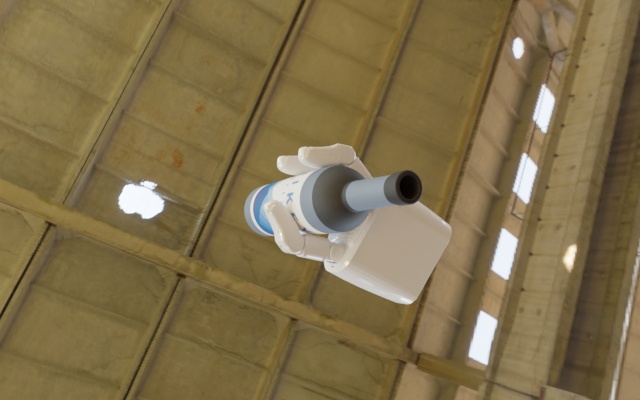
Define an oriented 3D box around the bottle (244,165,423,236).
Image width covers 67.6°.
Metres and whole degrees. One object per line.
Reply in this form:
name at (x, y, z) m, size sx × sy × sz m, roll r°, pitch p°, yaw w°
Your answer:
bottle at (0.000, 0.002, 0.500) m, size 0.069 × 0.069 × 0.296 m, roll 0°, pitch -5°, yaw -28°
